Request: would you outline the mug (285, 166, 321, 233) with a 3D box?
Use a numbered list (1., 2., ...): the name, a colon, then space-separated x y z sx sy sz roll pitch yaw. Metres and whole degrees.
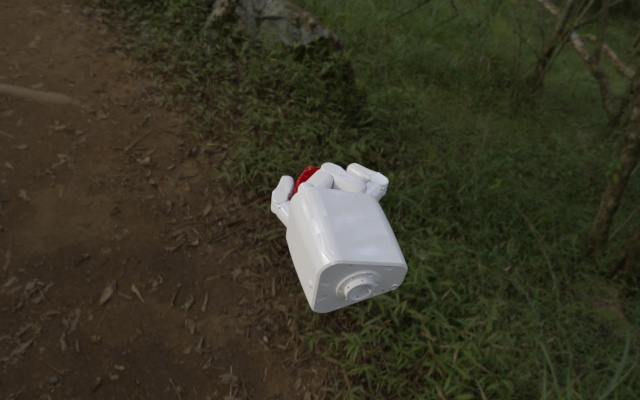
1. mug: 0.000 0.001 0.637 0.093 0.082 0.117 -7 47 -18
